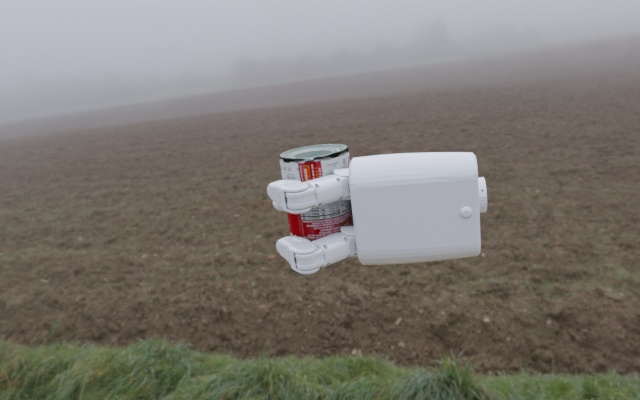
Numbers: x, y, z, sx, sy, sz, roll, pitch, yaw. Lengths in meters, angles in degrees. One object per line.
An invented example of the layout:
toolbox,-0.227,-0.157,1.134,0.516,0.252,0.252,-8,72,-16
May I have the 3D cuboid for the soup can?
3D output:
soup can,0.000,0.001,0.463,0.068,0.102,0.068,-7,16,2
